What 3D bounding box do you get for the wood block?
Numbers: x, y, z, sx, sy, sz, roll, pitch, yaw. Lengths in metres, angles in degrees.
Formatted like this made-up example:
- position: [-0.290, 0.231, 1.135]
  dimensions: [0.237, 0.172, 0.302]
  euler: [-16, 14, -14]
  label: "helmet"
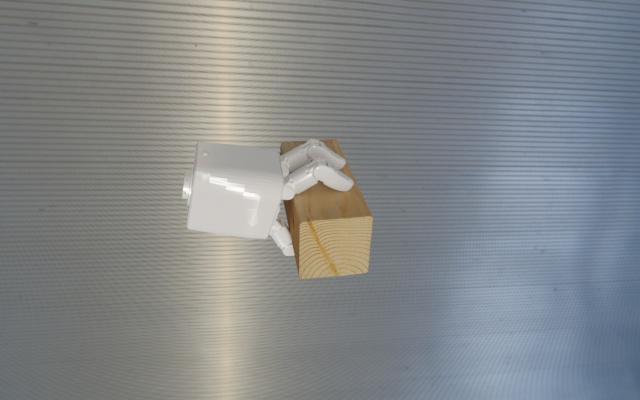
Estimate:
- position: [0.000, 0.003, 0.657]
  dimensions: [0.090, 0.091, 0.206]
  euler: [-4, 34, -9]
  label: "wood block"
